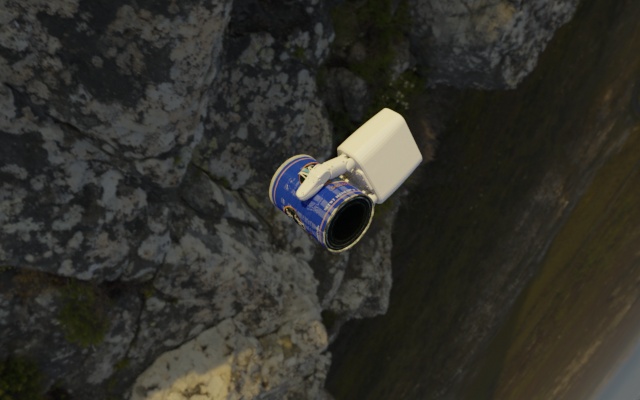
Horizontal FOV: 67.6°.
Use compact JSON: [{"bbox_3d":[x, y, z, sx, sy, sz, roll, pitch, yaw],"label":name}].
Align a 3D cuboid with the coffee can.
[{"bbox_3d":[0.000,0.002,0.760,0.103,0.103,0.140,0,29,-47],"label":"coffee can"}]
